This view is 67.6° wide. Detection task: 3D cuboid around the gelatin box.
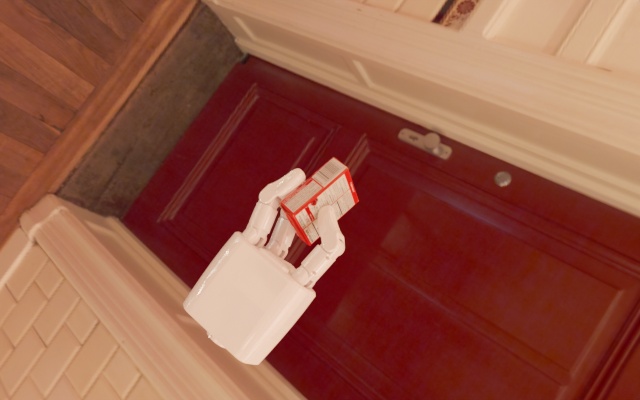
[{"bbox_3d":[0.001,0.002,0.577,0.030,0.089,0.073,41,-14,34],"label":"gelatin box"}]
